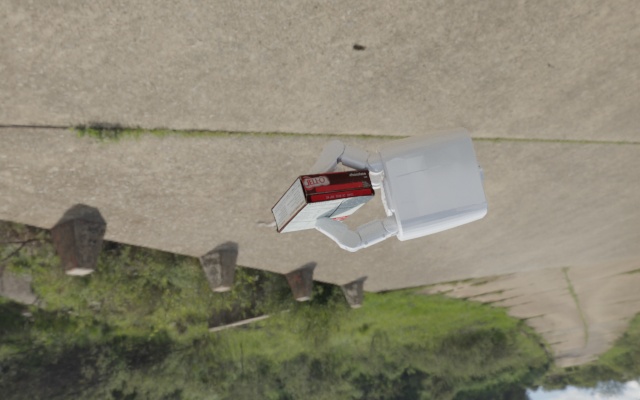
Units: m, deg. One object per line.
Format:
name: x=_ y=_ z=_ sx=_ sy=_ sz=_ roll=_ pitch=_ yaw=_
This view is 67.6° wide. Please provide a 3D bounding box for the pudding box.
pudding box: x=0.000 y=0.002 z=0.578 sx=0.090 sy=0.039 sz=0.113 roll=-6 pitch=-20 yaw=-26
